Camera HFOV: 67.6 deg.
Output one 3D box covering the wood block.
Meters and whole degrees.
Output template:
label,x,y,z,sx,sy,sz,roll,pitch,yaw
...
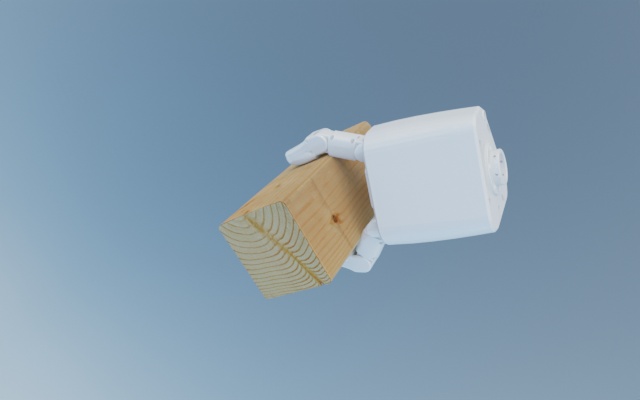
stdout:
label,x,y,z,sx,sy,sz,roll,pitch,yaw
wood block,0.000,0.001,0.520,0.090,0.091,0.206,-21,16,36
